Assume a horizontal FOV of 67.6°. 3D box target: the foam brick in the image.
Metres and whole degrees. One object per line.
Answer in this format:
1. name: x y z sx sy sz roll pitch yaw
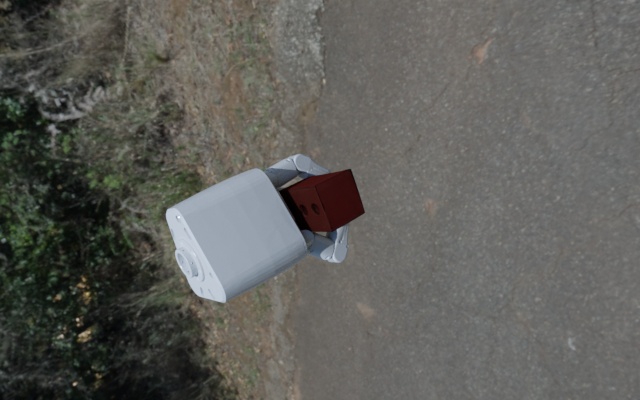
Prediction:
1. foam brick: 0.000 0.002 0.524 0.051 0.053 0.078 -27 11 -34
